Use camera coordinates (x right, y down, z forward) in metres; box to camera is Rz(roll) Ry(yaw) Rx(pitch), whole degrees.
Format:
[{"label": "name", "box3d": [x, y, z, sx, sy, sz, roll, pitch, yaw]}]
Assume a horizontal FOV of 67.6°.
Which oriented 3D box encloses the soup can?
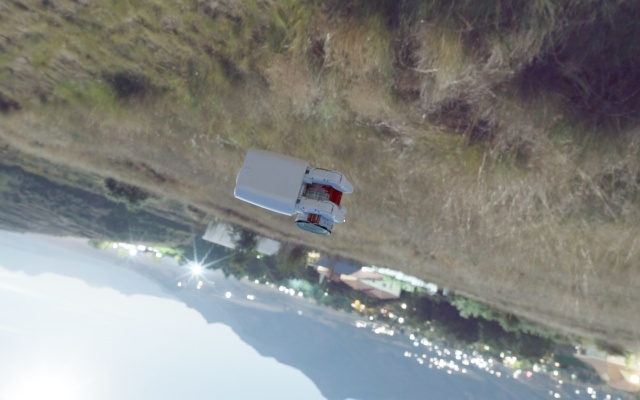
[{"label": "soup can", "box3d": [0.001, 0.003, 0.845, 0.068, 0.102, 0.068, 15, -15, 4]}]
